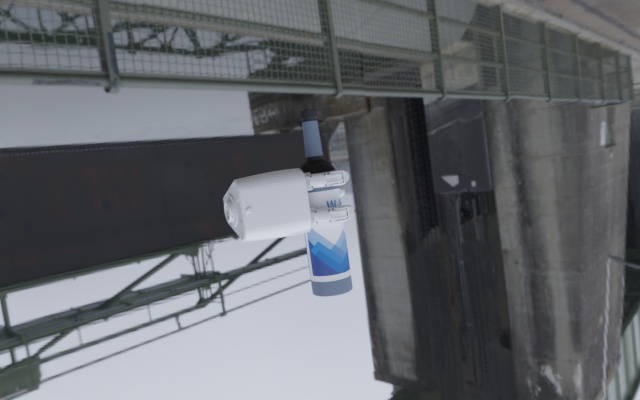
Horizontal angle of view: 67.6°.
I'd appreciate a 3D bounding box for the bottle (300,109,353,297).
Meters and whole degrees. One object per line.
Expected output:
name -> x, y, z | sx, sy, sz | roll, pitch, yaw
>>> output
bottle -> 0.000, 0.003, 0.772 | 0.069, 0.296, 0.069 | -8, 4, 1
